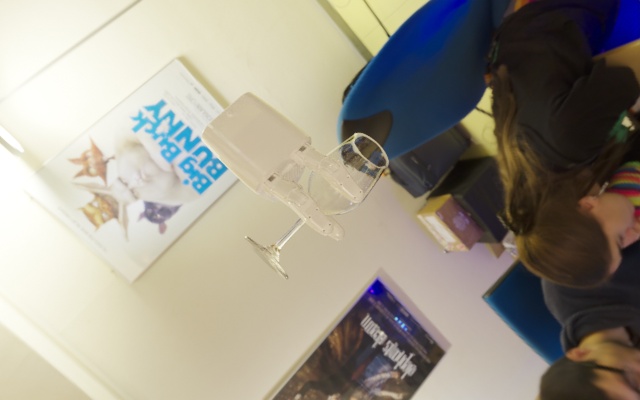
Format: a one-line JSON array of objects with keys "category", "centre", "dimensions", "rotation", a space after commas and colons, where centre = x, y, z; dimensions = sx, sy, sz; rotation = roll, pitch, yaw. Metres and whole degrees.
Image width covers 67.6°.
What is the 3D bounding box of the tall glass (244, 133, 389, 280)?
[{"category": "tall glass", "centre": [0.000, 0.003, 0.608], "dimensions": [0.201, 0.079, 0.079], "rotation": [-45, 15, -16]}]
